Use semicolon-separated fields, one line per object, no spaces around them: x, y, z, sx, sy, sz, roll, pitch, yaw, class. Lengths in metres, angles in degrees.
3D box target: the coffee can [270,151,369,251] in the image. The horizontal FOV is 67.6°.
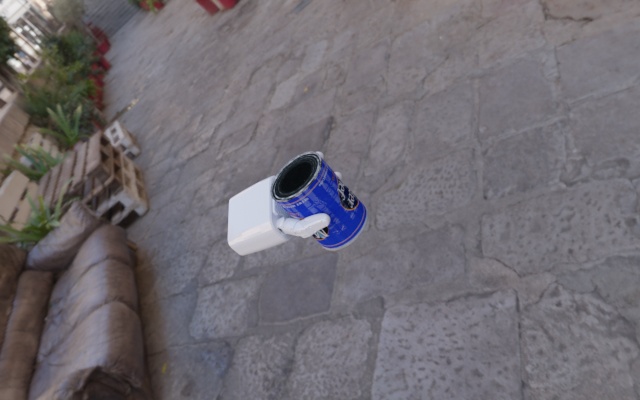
0.000;0.003;0.794;0.103;0.102;0.140;0;-37;47;coffee can
